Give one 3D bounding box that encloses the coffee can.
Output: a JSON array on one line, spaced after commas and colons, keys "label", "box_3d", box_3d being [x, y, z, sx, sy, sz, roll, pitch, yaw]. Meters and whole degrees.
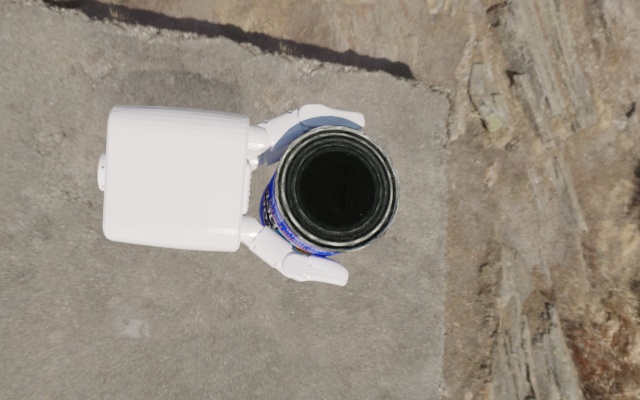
[{"label": "coffee can", "box_3d": [0.000, 0.002, 0.441, 0.103, 0.103, 0.140, 0, -10, -12]}]
